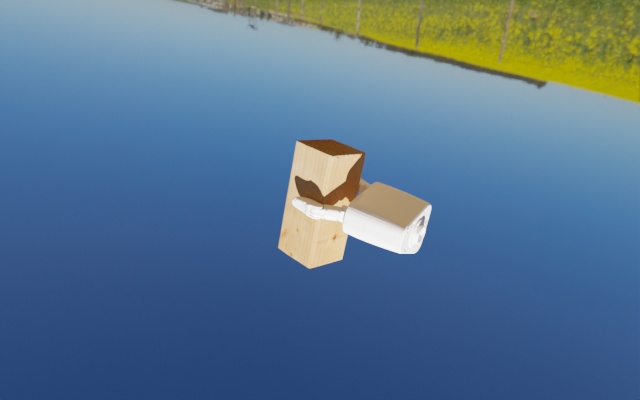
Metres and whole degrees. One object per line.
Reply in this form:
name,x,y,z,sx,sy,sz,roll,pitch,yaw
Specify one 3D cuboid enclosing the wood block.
wood block,0.000,0.003,0.849,0.091,0.206,0.090,-9,28,-44
